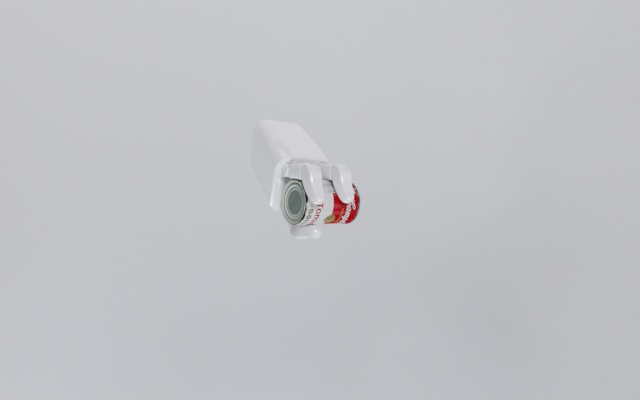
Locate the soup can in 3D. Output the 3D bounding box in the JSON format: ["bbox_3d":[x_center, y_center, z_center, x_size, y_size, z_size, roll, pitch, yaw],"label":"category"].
[{"bbox_3d":[0.000,0.003,0.719,0.102,0.068,0.068,1,-1,-37],"label":"soup can"}]
